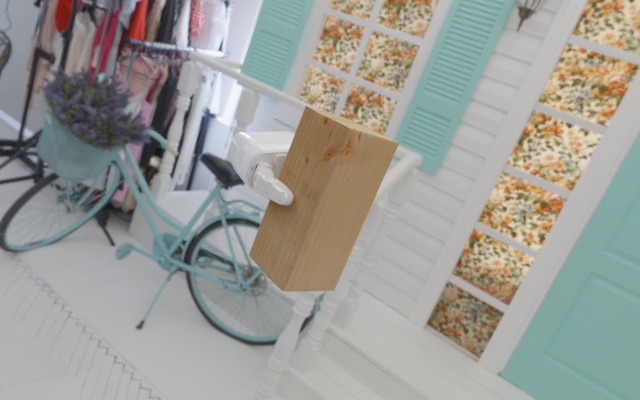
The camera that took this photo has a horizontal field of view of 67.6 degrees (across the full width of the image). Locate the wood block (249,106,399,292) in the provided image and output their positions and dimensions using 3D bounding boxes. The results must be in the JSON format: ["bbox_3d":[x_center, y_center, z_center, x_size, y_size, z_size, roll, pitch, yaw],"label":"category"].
[{"bbox_3d":[0.000,0.002,0.592,0.091,0.206,0.090,9,19,-42],"label":"wood block"}]
